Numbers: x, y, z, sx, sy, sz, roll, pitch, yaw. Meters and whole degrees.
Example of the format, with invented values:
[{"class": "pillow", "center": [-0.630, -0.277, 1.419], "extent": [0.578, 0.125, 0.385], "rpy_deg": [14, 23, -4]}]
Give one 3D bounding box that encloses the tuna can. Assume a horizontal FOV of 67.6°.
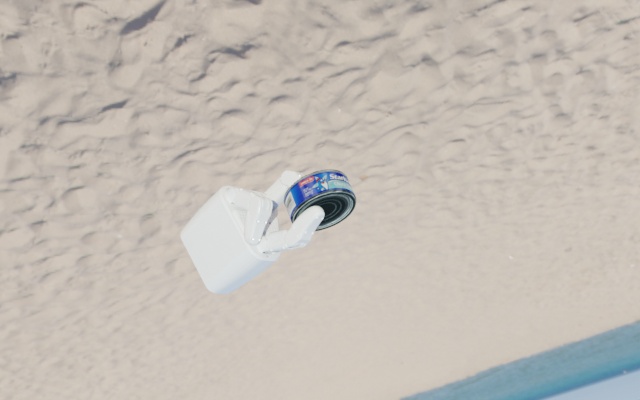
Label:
[{"class": "tuna can", "center": [0.000, 0.002, 0.589], "extent": [0.086, 0.033, 0.086], "rpy_deg": [-16, -32, -10]}]
